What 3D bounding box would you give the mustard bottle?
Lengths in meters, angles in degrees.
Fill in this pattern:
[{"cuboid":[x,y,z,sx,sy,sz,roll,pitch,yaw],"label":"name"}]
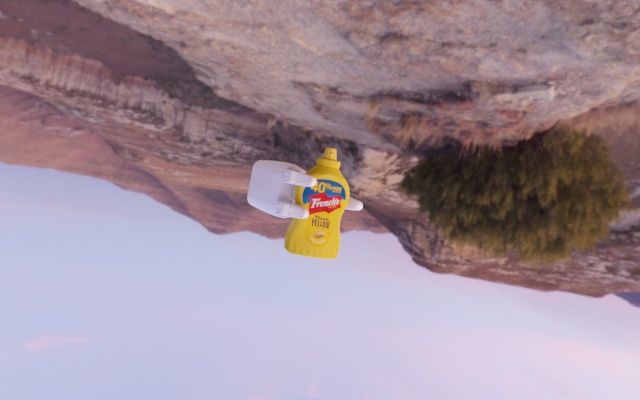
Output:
[{"cuboid":[0.000,0.003,0.836,0.096,0.191,0.058,10,4,-17],"label":"mustard bottle"}]
